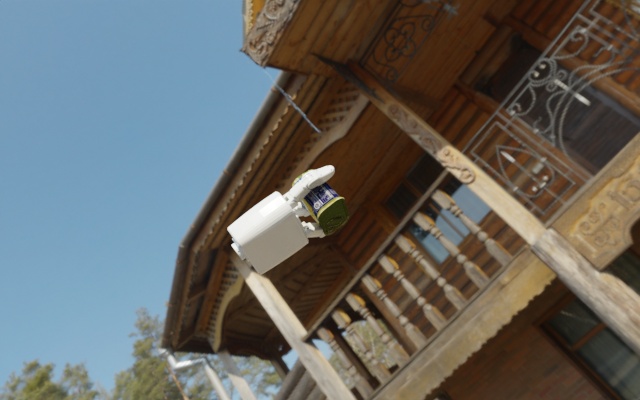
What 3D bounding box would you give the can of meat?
[{"bbox_3d":[0.000,0.002,0.853,0.057,0.084,0.102,-38,-27,-8],"label":"can of meat"}]
